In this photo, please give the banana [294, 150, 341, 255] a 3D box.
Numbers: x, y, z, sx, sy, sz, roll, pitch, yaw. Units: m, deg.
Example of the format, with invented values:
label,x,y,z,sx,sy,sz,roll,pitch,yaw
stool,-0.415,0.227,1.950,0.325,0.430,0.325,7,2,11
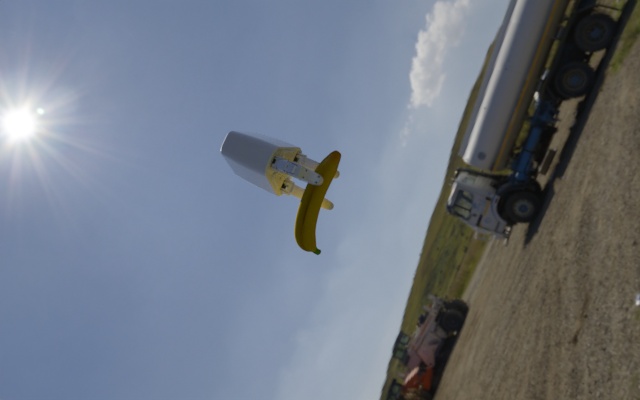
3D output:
label,x,y,z,sx,sy,sz,roll,pitch,yaw
banana,-0.010,0.009,0.819,0.037,0.198,0.069,23,22,25
